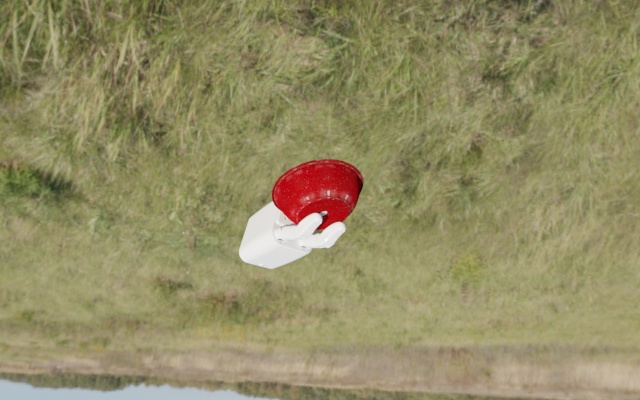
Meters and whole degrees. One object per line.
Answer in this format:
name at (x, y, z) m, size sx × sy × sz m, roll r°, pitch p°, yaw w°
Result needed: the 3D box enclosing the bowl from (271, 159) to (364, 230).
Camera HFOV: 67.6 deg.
bowl at (0.001, 0.002, 0.809) m, size 0.162 × 0.055 × 0.162 m, roll -8°, pitch -36°, yaw -6°
